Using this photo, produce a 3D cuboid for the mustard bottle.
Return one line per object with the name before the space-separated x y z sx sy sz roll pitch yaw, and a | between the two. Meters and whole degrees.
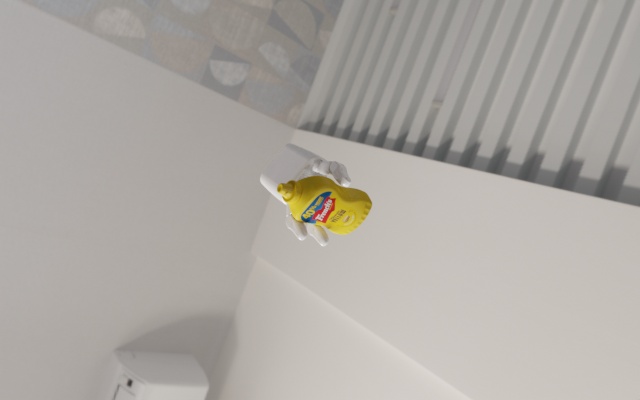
mustard bottle | 0.000 0.003 0.870 0.192 0.058 0.096 20 -57 -39
